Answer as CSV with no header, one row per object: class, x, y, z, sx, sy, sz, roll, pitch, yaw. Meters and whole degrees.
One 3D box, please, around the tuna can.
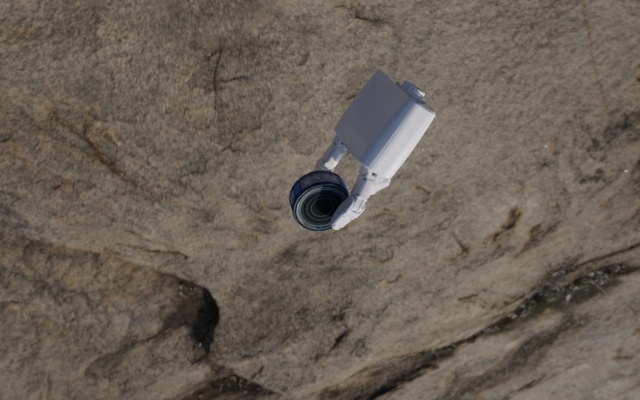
tuna can,0.000,0.003,0.673,0.086,0.086,0.033,0,36,-14
